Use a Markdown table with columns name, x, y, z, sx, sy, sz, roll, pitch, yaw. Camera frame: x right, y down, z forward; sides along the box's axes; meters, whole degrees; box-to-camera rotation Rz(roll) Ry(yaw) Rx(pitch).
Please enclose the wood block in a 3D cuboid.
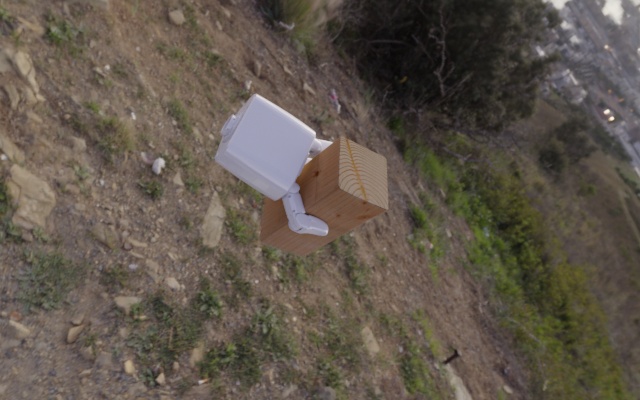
| name | x | y | z | sx | sy | sz | roll | pitch | yaw |
| --- | --- | --- | --- | --- | --- | --- | --- | --- | --- |
| wood block | 0.000 | 0.002 | 0.732 | 0.090 | 0.090 | 0.206 | 23 | -36 | -29 |
